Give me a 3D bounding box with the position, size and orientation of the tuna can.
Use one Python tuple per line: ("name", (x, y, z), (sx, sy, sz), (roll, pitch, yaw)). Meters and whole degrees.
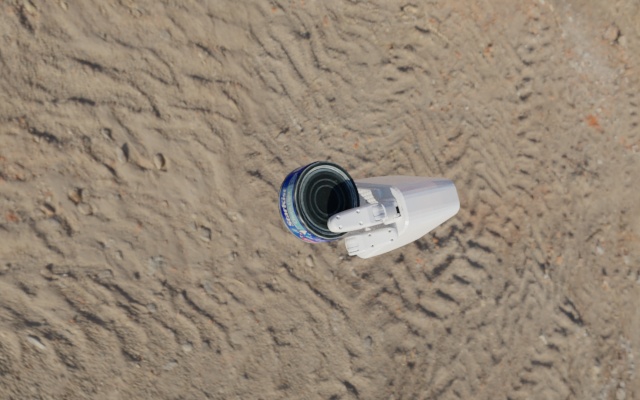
("tuna can", (0.000, 0.002, 0.508), (0.086, 0.086, 0.034), (0, -8, -34))
